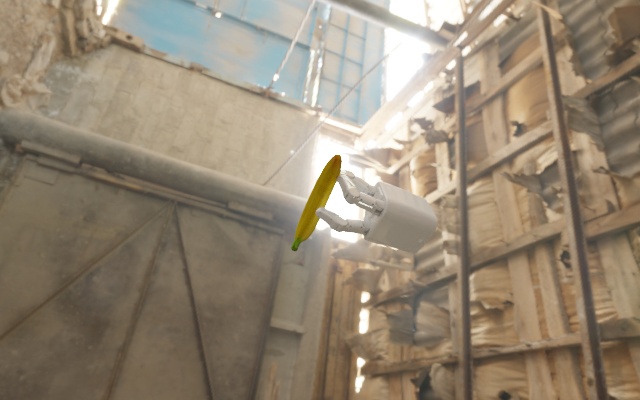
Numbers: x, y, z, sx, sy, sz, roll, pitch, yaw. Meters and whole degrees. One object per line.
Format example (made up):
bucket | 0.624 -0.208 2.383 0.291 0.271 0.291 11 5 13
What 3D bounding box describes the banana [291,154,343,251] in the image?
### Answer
banana | -0.002 0.000 0.884 0.037 0.198 0.069 21 15 -10
